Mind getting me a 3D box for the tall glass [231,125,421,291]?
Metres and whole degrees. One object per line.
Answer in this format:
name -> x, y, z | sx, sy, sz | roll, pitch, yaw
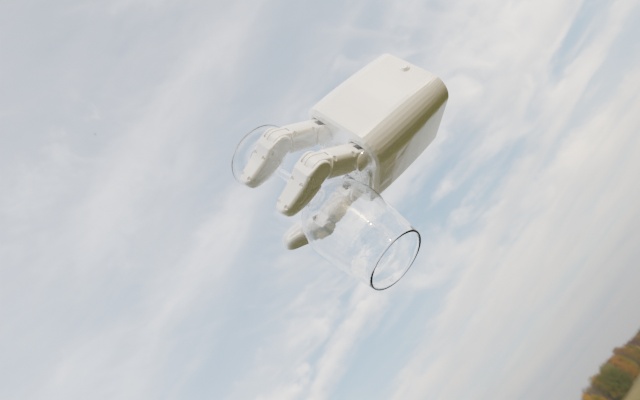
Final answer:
tall glass -> 0.000, 0.001, 0.458 | 0.079, 0.079, 0.201 | 0, 30, -48
